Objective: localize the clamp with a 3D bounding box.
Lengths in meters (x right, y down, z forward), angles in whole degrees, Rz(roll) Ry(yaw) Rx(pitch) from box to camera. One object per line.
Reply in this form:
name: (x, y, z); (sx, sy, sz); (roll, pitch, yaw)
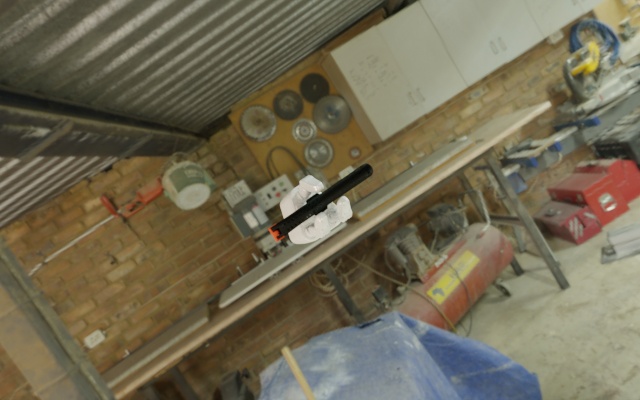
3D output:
clamp: (-0.001, 0.003, 0.877); (0.210, 0.036, 0.164); (-34, -1, -21)
